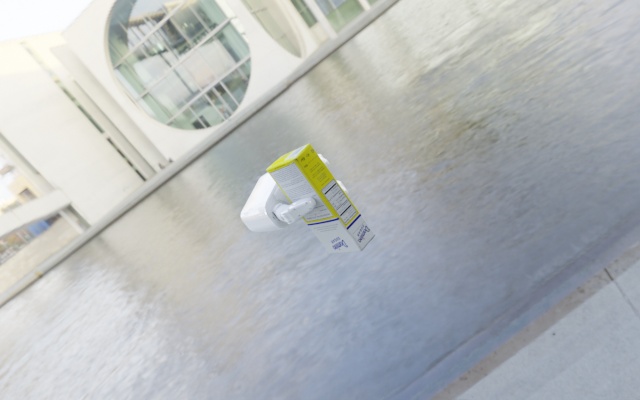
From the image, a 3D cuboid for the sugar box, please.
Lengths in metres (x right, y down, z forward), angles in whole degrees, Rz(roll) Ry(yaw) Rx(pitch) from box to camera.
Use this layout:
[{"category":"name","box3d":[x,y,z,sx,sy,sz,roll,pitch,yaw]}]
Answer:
[{"category":"sugar box","box3d":[0.000,0.002,0.742,0.048,0.176,0.093,-47,18,-29]}]
